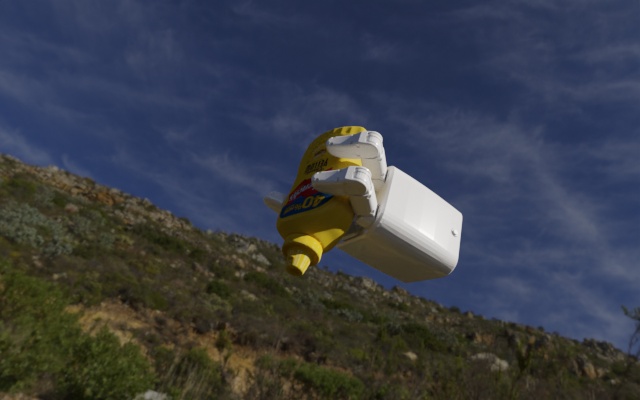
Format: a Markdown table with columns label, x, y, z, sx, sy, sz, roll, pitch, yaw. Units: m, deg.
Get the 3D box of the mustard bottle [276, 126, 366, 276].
| label | x | y | z | sx | sy | sz | roll | pitch | yaw |
| --- | --- | --- | --- | --- | --- | --- | --- | --- | --- |
| mustard bottle | 0.000 | 0.001 | 0.532 | 0.096 | 0.191 | 0.058 | -16 | -51 | 36 |
